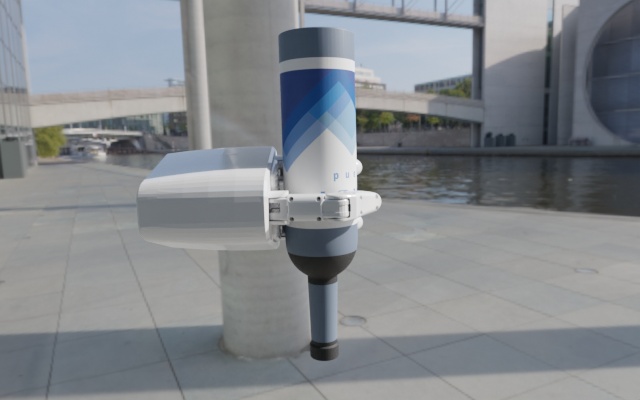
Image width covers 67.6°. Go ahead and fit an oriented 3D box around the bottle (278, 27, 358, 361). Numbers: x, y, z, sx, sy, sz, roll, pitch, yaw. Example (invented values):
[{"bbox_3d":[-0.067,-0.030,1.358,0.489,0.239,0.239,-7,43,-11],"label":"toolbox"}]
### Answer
[{"bbox_3d":[0.000,0.001,0.436,0.069,0.296,0.069,-1,7,0],"label":"bottle"}]
